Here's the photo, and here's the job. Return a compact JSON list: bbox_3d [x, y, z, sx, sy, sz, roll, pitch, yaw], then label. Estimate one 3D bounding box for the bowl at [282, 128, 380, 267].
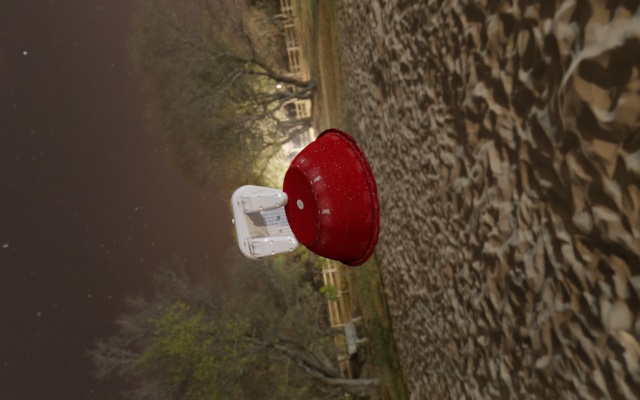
[{"bbox_3d":[0.000,0.001,0.540,0.055,0.162,0.162,-11,5,-27],"label":"bowl"}]
